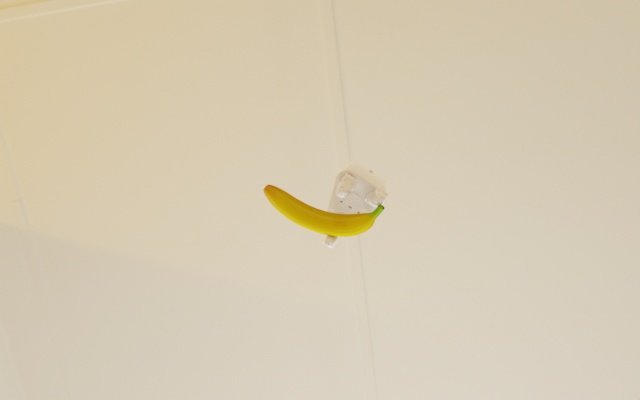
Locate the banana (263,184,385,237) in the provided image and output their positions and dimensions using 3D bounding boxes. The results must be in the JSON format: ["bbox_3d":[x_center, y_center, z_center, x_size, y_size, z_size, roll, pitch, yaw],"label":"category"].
[{"bbox_3d":[0.001,0.021,0.769,0.198,0.070,0.037,9,17,11],"label":"banana"}]
